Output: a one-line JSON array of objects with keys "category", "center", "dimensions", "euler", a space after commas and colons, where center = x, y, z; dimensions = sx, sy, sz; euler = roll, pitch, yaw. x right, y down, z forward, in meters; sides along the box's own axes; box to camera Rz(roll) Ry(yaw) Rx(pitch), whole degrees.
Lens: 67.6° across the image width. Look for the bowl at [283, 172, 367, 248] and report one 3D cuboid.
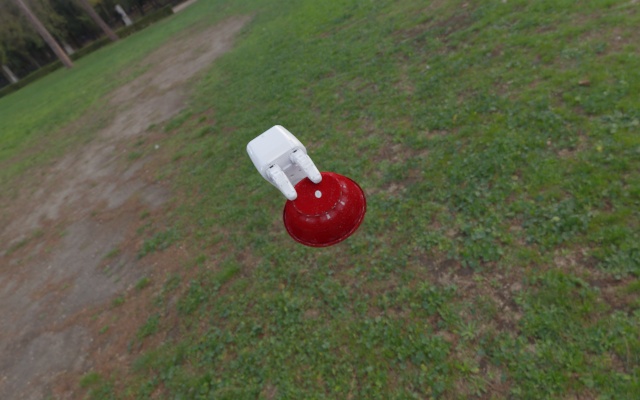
[{"category": "bowl", "center": [0.001, 0.003, 0.871], "dimensions": [0.162, 0.162, 0.055], "euler": [0, -32, 17]}]
